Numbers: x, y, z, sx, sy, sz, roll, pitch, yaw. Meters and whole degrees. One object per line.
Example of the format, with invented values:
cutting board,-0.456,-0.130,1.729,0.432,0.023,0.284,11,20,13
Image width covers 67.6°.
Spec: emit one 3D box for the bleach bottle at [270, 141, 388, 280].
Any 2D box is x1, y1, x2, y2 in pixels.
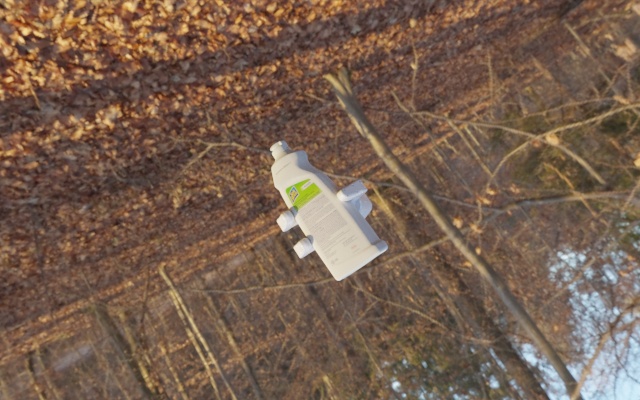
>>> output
bleach bottle,0.000,0.003,0.796,0.102,0.250,0.068,-36,-12,14
